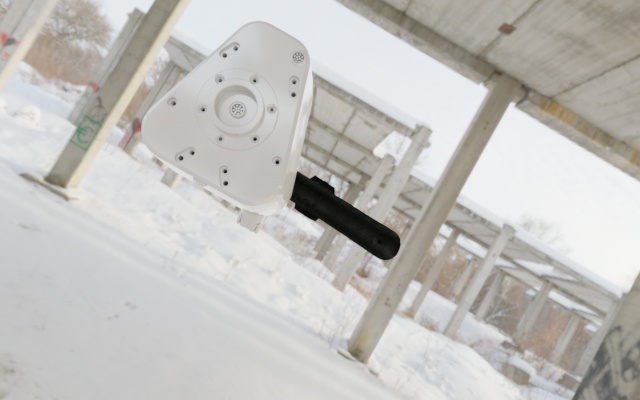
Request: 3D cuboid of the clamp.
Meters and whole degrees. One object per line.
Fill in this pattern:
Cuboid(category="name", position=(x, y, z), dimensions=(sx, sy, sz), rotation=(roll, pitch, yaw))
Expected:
Cuboid(category="clamp", position=(0.000, 0.001, 0.421), dimensions=(0.171, 0.039, 0.120), rotation=(30, -5, -2))
